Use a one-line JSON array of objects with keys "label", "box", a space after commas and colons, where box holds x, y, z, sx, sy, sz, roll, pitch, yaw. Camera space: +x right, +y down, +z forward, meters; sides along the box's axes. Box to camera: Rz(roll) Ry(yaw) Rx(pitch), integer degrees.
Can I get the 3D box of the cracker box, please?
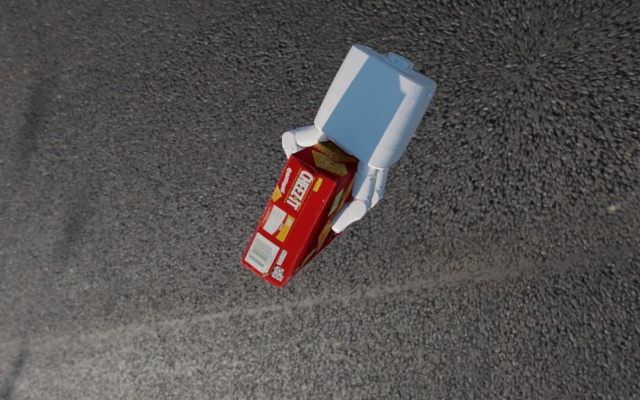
[{"label": "cracker box", "box": [0.000, 0.002, 0.645, 0.072, 0.164, 0.213, 33, 25, 12]}]
